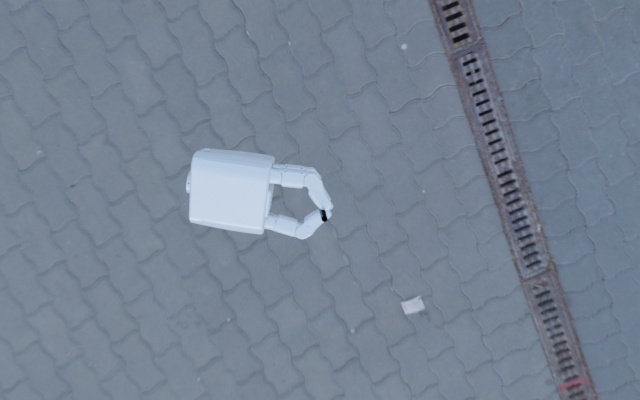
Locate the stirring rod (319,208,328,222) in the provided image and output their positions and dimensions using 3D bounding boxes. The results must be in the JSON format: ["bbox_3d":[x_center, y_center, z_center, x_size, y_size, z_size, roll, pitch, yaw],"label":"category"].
[{"bbox_3d":[0.000,0.002,0.733,0.011,0.011,0.239,0,10,-2],"label":"stirring rod"}]
